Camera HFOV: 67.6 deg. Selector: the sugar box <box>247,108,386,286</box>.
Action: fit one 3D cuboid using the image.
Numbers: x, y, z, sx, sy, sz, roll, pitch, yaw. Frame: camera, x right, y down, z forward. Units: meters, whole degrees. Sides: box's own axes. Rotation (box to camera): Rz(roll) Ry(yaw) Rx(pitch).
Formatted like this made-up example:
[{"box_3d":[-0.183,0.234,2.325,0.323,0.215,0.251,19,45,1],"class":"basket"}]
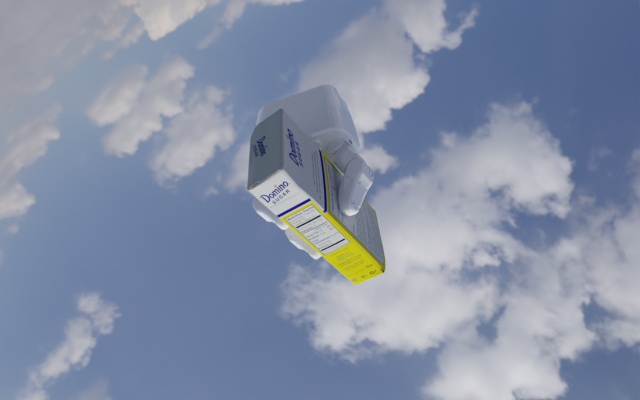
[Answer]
[{"box_3d":[0.000,0.002,0.475,0.048,0.093,0.176,-30,-52,22],"class":"sugar box"}]
